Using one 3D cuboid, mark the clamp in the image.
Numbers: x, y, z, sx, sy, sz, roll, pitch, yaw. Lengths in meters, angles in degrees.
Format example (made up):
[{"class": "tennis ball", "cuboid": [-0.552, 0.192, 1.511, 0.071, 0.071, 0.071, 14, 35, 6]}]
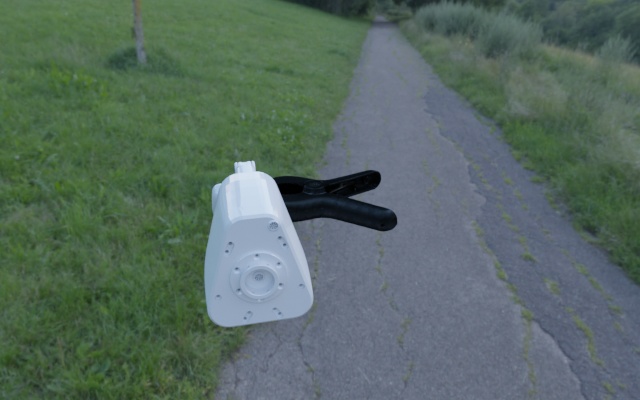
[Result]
[{"class": "clamp", "cuboid": [0.000, 0.001, 0.525, 0.171, 0.039, 0.120, -6, 22, -10]}]
